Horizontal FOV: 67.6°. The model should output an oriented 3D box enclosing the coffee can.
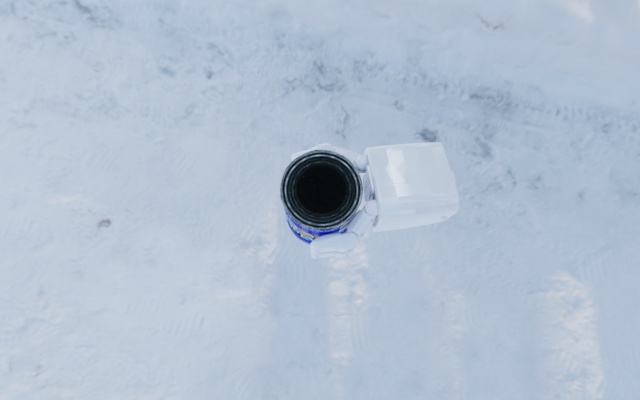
[{"bbox_3d":[0.000,0.002,0.652,0.103,0.102,0.140,0,-13,-1],"label":"coffee can"}]
